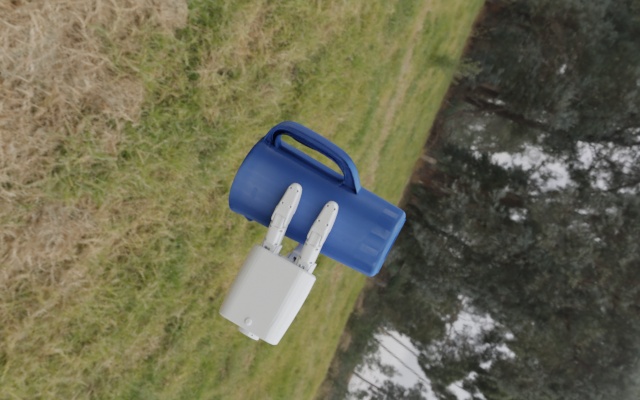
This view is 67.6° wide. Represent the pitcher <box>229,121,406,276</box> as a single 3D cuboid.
[{"bbox_3d":[0.000,0.002,0.702,0.243,0.145,0.149,28,-12,10],"label":"pitcher"}]
